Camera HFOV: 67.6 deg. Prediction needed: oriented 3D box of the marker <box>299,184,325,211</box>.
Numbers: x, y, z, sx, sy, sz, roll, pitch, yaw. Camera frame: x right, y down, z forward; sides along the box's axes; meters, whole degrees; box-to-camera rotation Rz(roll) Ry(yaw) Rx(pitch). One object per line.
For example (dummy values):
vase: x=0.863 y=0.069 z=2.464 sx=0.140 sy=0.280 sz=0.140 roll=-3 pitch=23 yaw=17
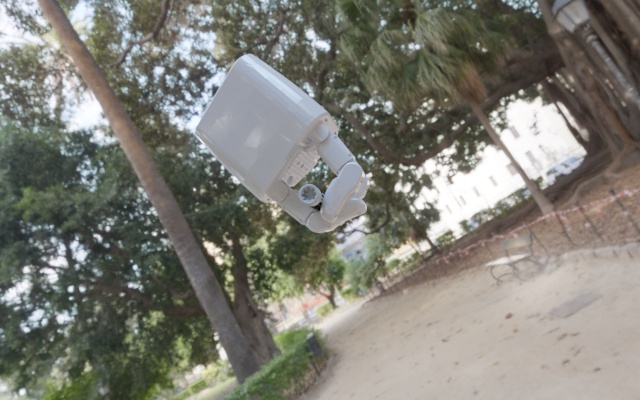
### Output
marker: x=0.000 y=0.002 z=0.482 sx=0.020 sy=0.020 sz=0.121 roll=0 pitch=-7 yaw=10
